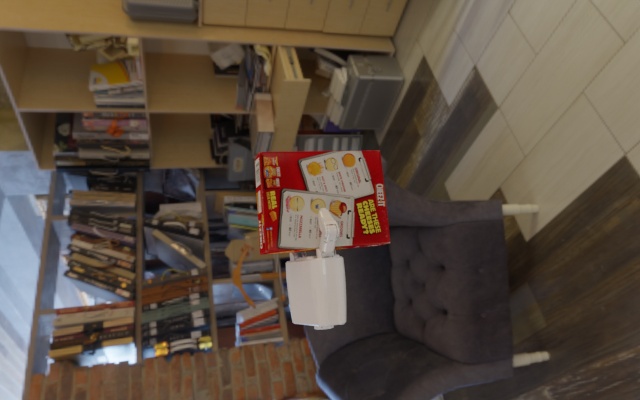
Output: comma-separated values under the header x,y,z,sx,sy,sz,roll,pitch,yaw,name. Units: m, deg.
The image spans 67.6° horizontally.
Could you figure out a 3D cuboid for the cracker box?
x,y,z,sx,sy,sz,roll,pitch,yaw,name
0.000,0.003,0.810,0.214,0.164,0.072,-3,-8,-17,cracker box
